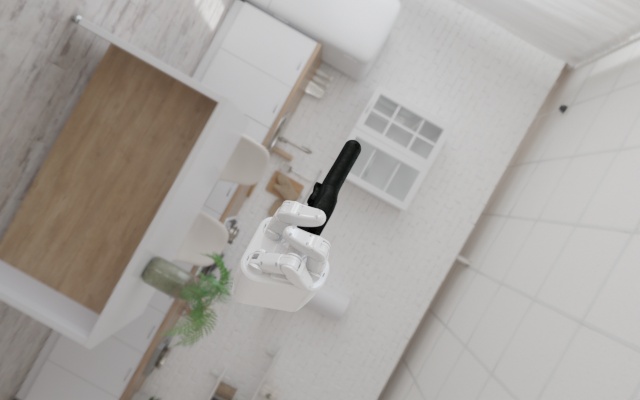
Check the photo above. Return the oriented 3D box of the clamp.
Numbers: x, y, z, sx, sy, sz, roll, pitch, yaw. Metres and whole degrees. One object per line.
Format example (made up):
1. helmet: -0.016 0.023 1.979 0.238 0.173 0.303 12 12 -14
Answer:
1. clamp: 0.001 0.003 0.664 0.039 0.171 0.120 30 -35 -1
